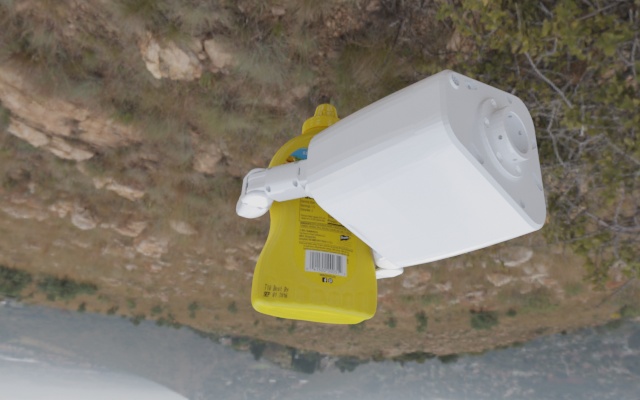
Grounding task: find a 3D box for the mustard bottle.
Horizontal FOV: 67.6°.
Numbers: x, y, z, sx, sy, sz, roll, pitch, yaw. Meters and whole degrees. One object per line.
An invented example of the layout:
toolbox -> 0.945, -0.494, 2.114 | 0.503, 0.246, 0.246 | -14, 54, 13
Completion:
mustard bottle -> 0.000, 0.002, 0.403 | 0.096, 0.191, 0.058 | 10, -25, -14
